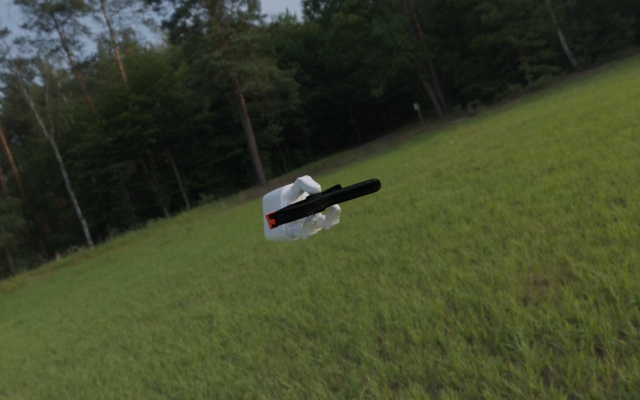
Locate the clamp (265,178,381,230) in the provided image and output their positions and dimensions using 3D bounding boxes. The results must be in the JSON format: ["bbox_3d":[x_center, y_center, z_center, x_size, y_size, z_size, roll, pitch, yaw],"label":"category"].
[{"bbox_3d":[-0.001,0.002,0.885,0.210,0.036,0.164,-22,6,-31],"label":"clamp"}]
